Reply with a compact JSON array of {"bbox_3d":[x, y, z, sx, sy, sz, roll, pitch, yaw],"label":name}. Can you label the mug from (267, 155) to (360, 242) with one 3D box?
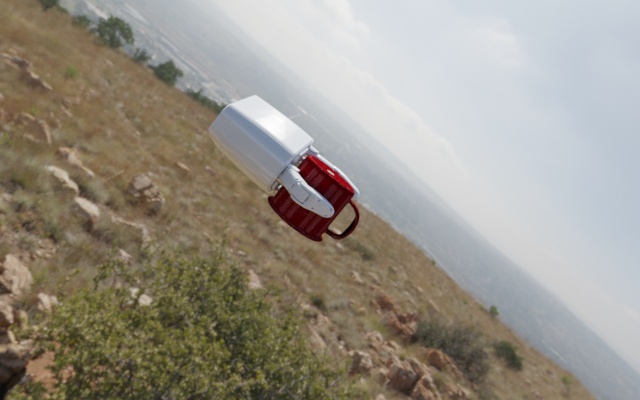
[{"bbox_3d":[0.001,0.003,0.633,0.117,0.081,0.093,39,10,-2],"label":"mug"}]
